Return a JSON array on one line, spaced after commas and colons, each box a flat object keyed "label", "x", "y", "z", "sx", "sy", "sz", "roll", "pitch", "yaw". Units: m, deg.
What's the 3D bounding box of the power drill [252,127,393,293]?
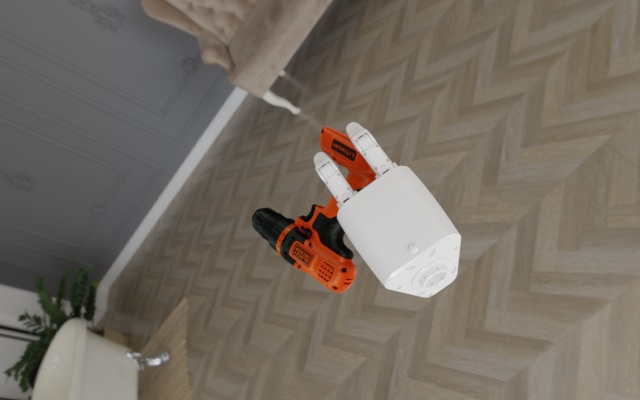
[{"label": "power drill", "x": 0.000, "y": 0.002, "z": 0.639, "sx": 0.184, "sy": 0.188, "sz": 0.057, "roll": 32, "pitch": 14, "yaw": 32}]
